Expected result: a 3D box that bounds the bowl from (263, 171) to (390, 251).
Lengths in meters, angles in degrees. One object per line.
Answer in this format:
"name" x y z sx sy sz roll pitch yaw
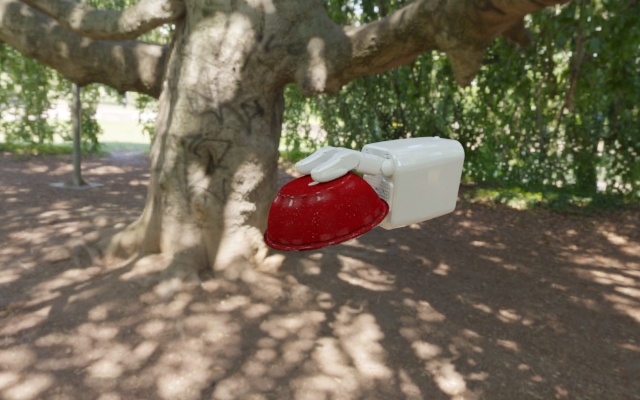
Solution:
"bowl" -0.001 0.002 0.587 0.162 0.055 0.162 -14 18 5
